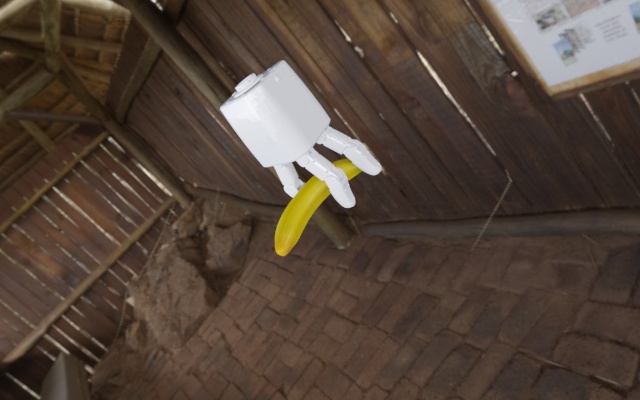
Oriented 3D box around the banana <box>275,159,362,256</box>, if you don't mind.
[{"bbox_3d":[-0.008,-0.002,0.682,0.197,0.037,0.069,-46,27,-20],"label":"banana"}]
